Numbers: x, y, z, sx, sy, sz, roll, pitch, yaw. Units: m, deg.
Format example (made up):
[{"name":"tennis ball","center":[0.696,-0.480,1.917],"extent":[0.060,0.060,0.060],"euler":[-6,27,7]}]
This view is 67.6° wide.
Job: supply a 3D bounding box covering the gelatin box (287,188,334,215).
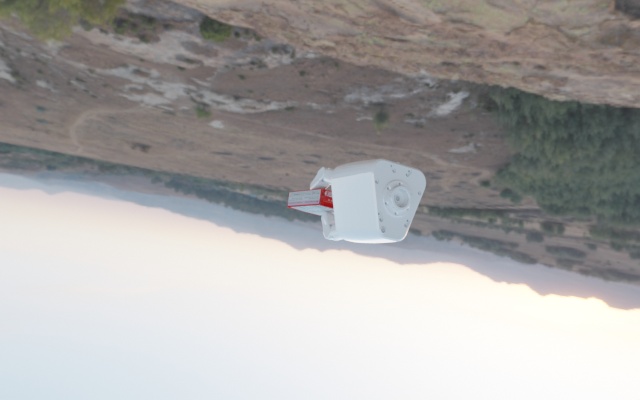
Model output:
[{"name":"gelatin box","center":[0.000,0.003,0.794],"extent":[0.073,0.030,0.089],"euler":[16,-14,-39]}]
